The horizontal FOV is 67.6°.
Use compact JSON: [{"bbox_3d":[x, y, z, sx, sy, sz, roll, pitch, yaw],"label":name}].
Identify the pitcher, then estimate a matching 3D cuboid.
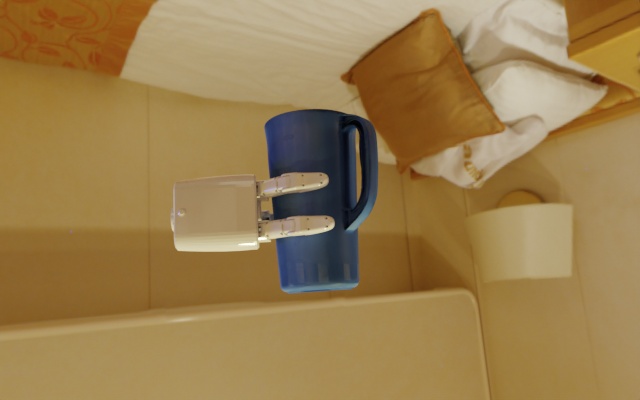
[{"bbox_3d":[0.000,0.002,0.661,0.145,0.242,0.149,-3,-11,-6],"label":"pitcher"}]
